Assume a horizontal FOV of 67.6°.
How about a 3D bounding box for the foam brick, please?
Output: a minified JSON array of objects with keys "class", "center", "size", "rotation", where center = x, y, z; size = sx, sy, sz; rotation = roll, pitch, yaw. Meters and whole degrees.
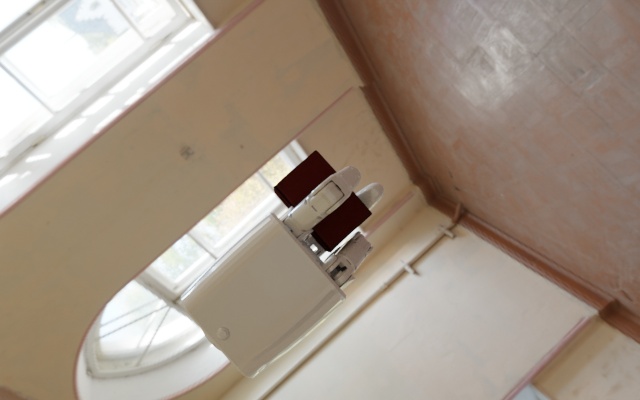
[{"class":"foam brick","center":[0.000,0.001,0.437],"size":[0.051,0.078,0.053],"rotation":[-41,0,-6]}]
